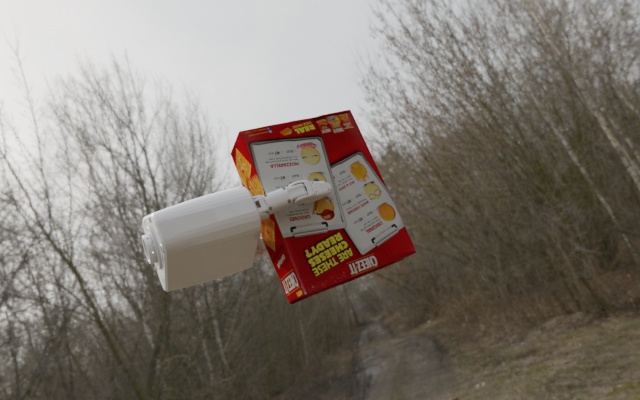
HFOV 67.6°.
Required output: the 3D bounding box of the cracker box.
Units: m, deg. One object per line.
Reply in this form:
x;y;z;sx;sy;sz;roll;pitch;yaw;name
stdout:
0.000;0.002;0.612;0.164;0.213;0.072;-16;-15;-27;cracker box
